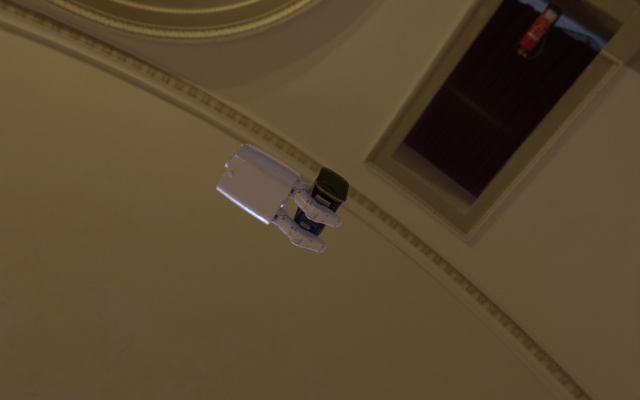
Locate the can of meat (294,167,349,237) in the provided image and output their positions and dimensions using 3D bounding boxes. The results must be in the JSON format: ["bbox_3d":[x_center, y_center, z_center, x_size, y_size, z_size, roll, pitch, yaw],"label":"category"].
[{"bbox_3d":[0.000,0.003,0.810,0.057,0.084,0.102,32,23,-7],"label":"can of meat"}]
